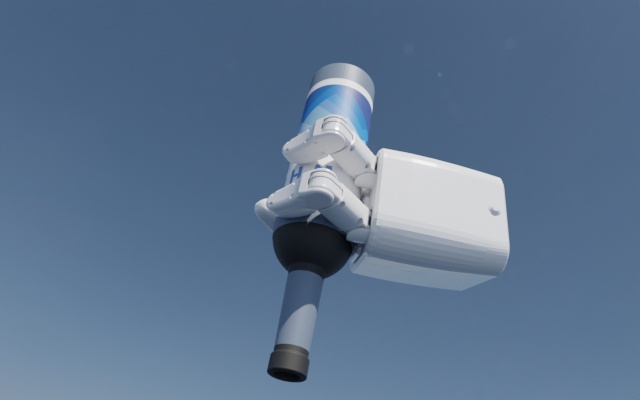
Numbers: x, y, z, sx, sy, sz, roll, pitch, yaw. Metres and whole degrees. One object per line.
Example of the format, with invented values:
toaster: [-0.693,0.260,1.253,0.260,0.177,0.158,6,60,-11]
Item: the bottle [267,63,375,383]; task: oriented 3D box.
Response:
bottle: [0.000,0.001,0.406,0.069,0.295,0.069,7,-37,5]
